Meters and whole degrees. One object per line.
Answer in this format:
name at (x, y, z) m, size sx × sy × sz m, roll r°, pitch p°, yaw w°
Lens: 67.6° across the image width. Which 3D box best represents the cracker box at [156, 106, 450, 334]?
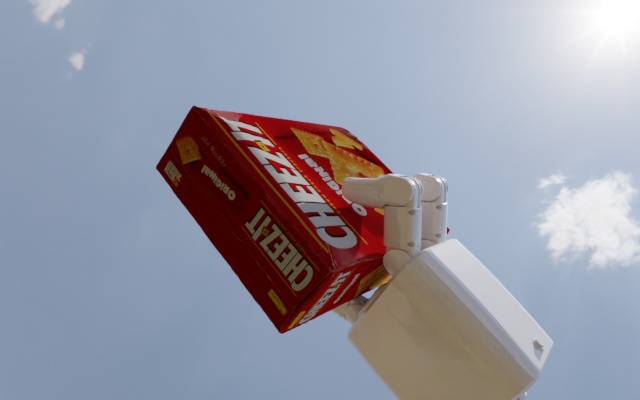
cracker box at (0.000, 0.001, 0.409) m, size 0.164 × 0.072 × 0.213 m, roll 47°, pitch 26°, yaw 22°
